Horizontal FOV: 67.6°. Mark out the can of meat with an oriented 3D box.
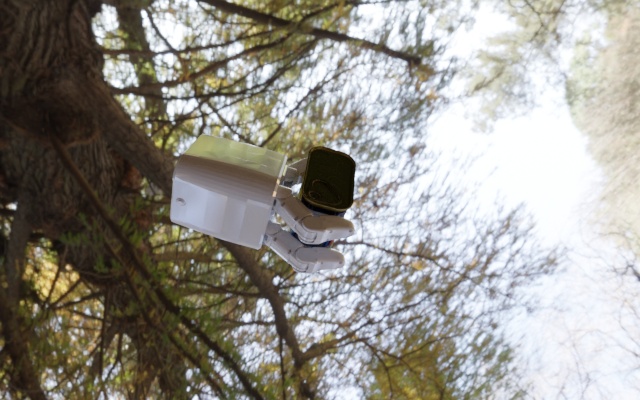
[{"bbox_3d":[0.000,0.002,0.555,0.057,0.084,0.102,15,41,-6],"label":"can of meat"}]
